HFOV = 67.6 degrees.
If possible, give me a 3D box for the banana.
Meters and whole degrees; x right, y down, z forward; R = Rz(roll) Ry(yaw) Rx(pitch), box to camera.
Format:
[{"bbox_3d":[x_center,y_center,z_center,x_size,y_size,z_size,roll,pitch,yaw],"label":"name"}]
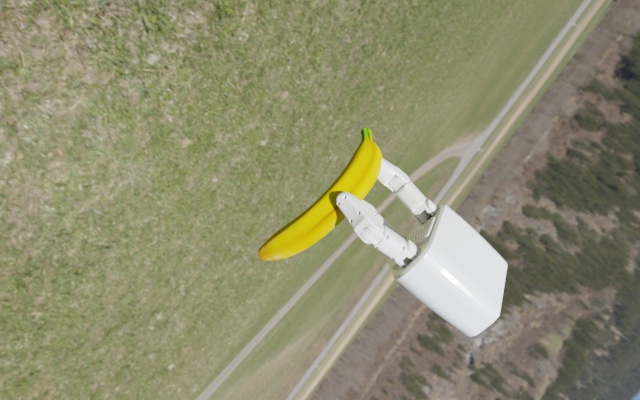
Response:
[{"bbox_3d":[0.008,0.004,0.537,0.037,0.198,0.069,43,-2,-22],"label":"banana"}]
